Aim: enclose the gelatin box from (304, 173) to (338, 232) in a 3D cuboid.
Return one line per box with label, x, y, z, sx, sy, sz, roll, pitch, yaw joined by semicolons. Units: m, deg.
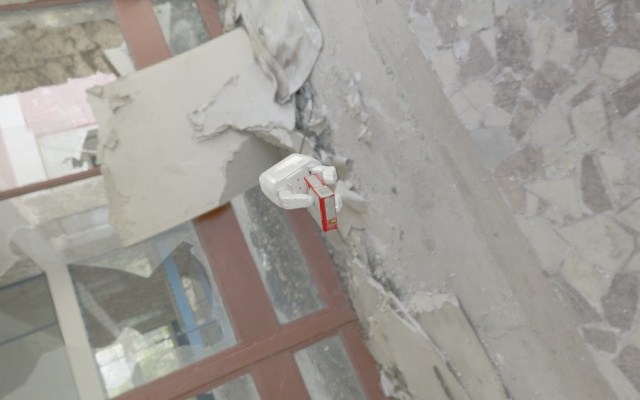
gelatin box;0.000;0.003;0.861;0.030;0.073;0.089;-16;33;-16
